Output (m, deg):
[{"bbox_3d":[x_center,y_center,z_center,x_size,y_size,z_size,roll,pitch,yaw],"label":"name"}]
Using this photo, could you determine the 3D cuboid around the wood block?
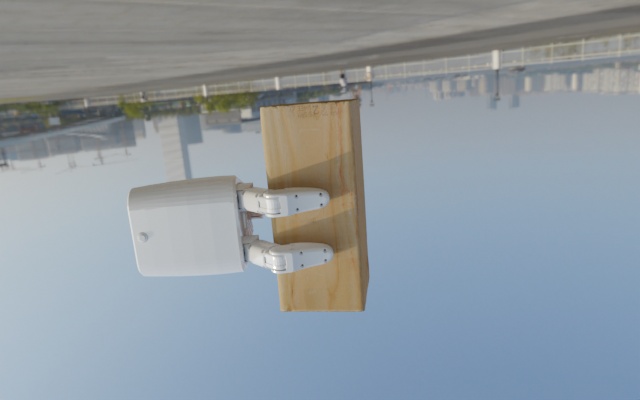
[{"bbox_3d":[0.000,0.002,0.500,0.090,0.206,0.090,-2,13,9],"label":"wood block"}]
